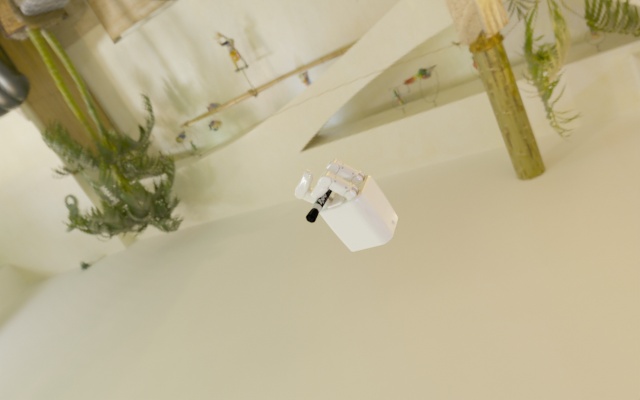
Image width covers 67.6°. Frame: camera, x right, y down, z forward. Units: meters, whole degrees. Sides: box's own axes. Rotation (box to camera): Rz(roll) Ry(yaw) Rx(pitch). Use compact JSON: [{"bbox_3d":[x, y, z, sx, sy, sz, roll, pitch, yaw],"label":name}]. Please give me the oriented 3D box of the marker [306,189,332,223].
[{"bbox_3d":[0.000,0.003,0.868,0.020,0.020,0.121,0,31,21],"label":"marker"}]
